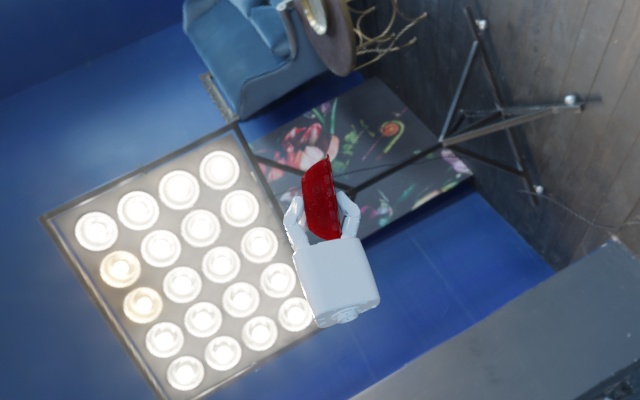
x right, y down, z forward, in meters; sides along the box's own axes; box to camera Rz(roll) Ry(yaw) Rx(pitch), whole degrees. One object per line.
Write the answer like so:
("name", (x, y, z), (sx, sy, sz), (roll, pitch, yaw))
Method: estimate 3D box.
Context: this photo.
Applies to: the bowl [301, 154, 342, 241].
("bowl", (0.000, 0.002, 0.826), (0.055, 0.162, 0.162), (-9, 0, 1))
